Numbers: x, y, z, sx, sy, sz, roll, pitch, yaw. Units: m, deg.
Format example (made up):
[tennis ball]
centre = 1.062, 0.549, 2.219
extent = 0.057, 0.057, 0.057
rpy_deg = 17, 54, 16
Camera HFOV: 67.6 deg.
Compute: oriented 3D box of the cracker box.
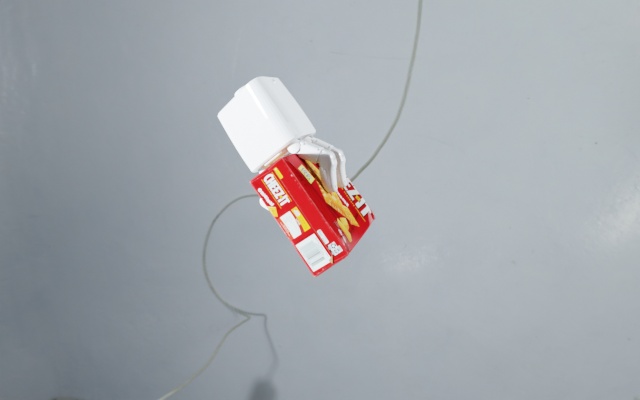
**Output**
[cracker box]
centre = 0.000, 0.003, 0.746
extent = 0.072, 0.164, 0.213
rpy_deg = -34, 0, 21
